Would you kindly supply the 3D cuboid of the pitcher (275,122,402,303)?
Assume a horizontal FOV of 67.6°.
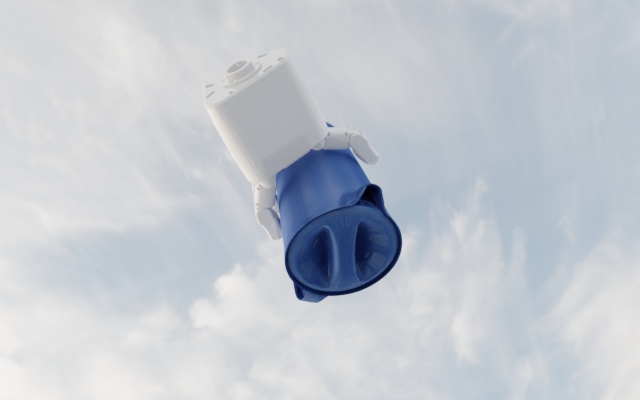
[{"bbox_3d":[0.000,0.002,0.620,0.149,0.145,0.242,-24,37,5],"label":"pitcher"}]
